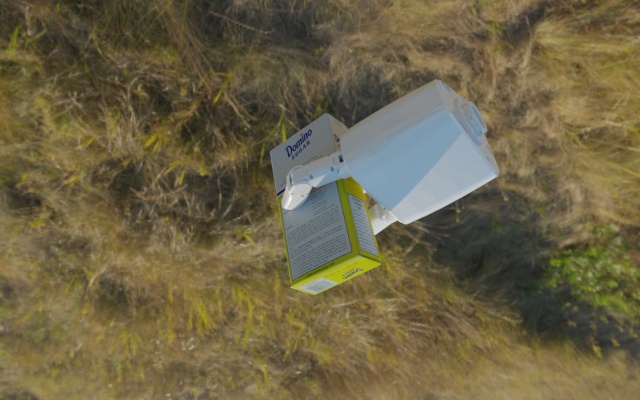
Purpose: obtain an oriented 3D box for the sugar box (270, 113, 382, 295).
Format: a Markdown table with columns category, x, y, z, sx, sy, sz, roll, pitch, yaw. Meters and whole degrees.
| category | x | y | z | sx | sy | sz | roll | pitch | yaw |
| --- | --- | --- | --- | --- | --- | --- | --- | --- | --- |
| sugar box | 0.001 | 0.002 | 0.517 | 0.093 | 0.176 | 0.048 | -29 | -37 | 30 |
